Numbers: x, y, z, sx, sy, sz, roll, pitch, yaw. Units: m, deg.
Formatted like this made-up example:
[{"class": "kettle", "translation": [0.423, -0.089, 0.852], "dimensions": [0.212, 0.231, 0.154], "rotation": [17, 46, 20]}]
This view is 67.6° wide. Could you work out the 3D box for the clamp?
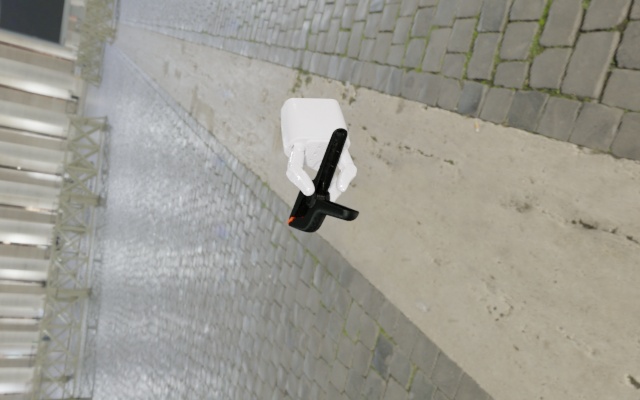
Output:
[{"class": "clamp", "translation": [-0.001, 0.003, 0.804], "dimensions": [0.036, 0.164, 0.210], "rotation": [11, -39, -26]}]
